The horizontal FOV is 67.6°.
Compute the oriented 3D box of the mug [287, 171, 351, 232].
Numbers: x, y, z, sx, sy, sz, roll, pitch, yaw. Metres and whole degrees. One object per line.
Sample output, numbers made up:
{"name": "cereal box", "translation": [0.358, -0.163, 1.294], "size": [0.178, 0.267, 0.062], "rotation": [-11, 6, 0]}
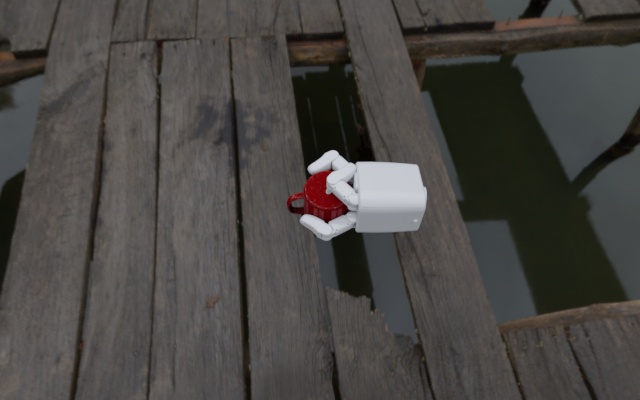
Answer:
{"name": "mug", "translation": [-0.001, 0.003, 0.826], "size": [0.117, 0.093, 0.082], "rotation": [0, -33, -1]}
